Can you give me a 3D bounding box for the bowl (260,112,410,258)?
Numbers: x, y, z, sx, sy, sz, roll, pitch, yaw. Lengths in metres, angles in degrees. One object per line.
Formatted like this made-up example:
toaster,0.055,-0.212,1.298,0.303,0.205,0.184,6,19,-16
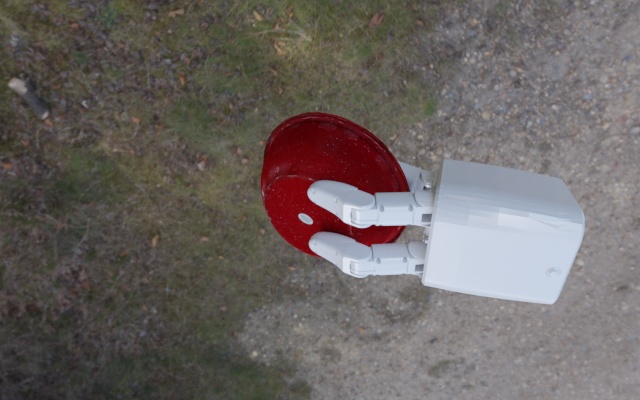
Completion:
bowl,-0.001,0.002,0.453,0.162,0.162,0.055,0,33,34
